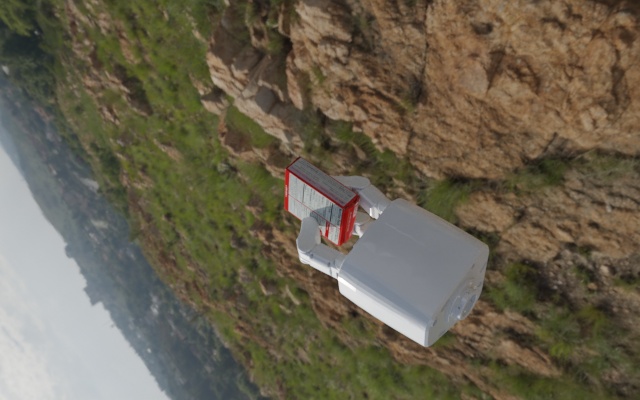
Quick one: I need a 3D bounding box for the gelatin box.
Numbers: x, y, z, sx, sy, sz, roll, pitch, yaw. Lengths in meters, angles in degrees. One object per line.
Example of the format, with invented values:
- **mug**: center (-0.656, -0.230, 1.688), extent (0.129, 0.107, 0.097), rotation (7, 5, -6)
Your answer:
- **gelatin box**: center (0.000, 0.002, 0.547), extent (0.089, 0.073, 0.030), rotation (34, 56, 21)
